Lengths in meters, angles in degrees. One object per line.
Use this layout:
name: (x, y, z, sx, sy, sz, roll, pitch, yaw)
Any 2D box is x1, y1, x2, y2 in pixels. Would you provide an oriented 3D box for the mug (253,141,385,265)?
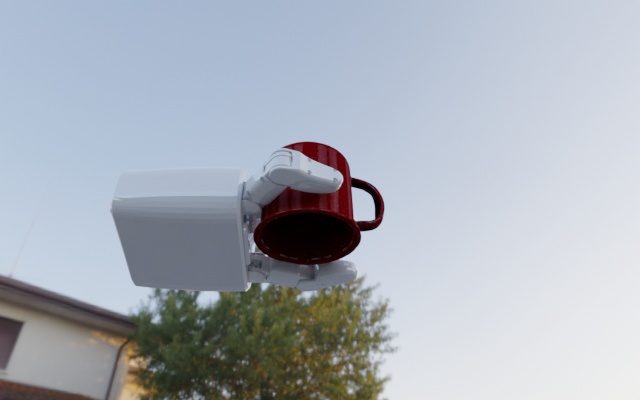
mug: (0.002, 0.001, 0.435, 0.117, 0.081, 0.093, 1, -36, -2)
